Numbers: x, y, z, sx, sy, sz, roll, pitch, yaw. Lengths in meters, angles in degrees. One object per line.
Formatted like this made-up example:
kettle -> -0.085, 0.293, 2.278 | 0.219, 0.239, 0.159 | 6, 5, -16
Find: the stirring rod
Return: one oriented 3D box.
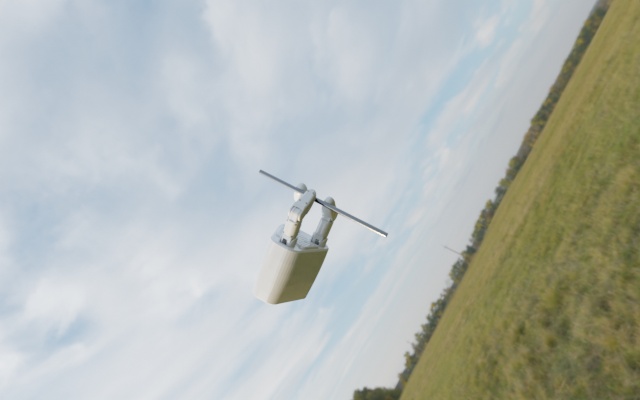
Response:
stirring rod -> 0.000, 0.003, 0.773 | 0.239, 0.011, 0.011 | 27, 8, 17
